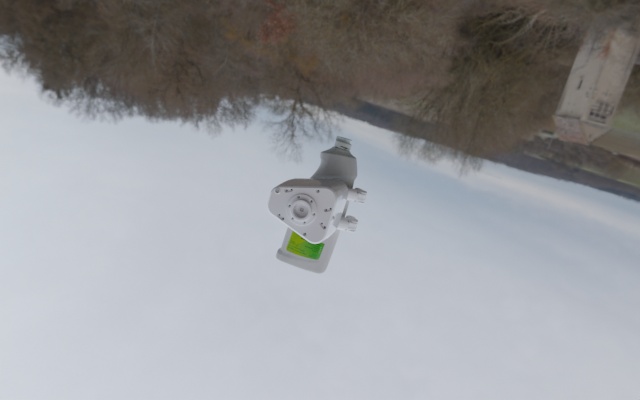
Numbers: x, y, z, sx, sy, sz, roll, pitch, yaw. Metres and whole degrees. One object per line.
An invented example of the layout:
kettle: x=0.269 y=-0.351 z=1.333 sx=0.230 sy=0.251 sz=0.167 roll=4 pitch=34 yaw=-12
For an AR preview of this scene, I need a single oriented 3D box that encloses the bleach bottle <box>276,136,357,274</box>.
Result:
bleach bottle: x=0.000 y=0.003 z=0.884 sx=0.102 sy=0.251 sz=0.068 roll=18 pitch=10 yaw=9
